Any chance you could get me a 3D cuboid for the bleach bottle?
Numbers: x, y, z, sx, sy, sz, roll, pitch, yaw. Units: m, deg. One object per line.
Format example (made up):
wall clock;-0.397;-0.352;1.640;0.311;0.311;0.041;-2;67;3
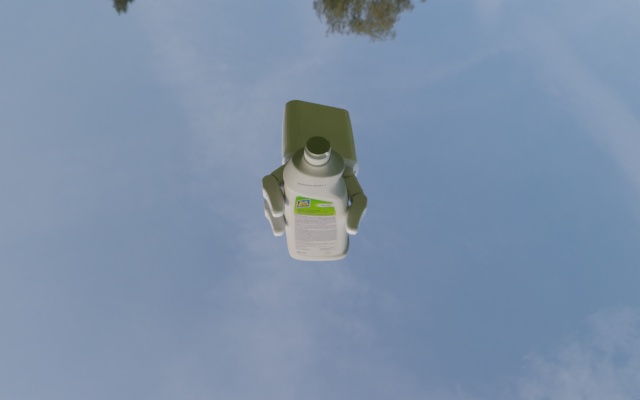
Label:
bleach bottle;0.000;0.002;0.663;0.102;0.068;0.251;-2;-32;-4
